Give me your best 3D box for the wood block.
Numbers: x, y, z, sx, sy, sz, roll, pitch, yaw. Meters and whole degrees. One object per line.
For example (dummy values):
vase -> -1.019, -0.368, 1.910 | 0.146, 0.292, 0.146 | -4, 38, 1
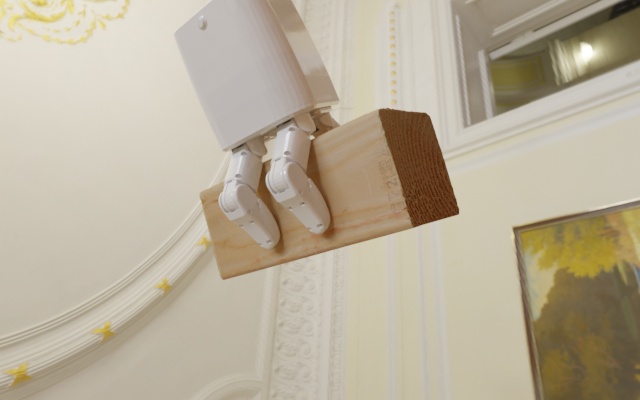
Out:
wood block -> 0.000, 0.001, 0.422 | 0.206, 0.090, 0.091 | -20, -6, 37
